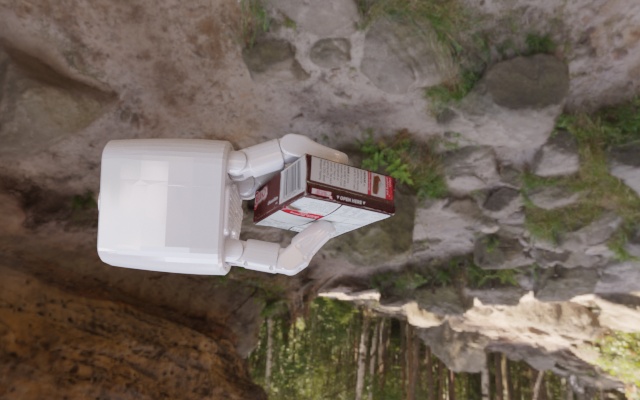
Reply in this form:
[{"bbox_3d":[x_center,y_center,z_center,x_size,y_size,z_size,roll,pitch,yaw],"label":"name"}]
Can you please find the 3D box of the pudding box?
[{"bbox_3d":[0.000,0.002,0.434,0.090,0.039,0.113,12,-19,-26],"label":"pudding box"}]
